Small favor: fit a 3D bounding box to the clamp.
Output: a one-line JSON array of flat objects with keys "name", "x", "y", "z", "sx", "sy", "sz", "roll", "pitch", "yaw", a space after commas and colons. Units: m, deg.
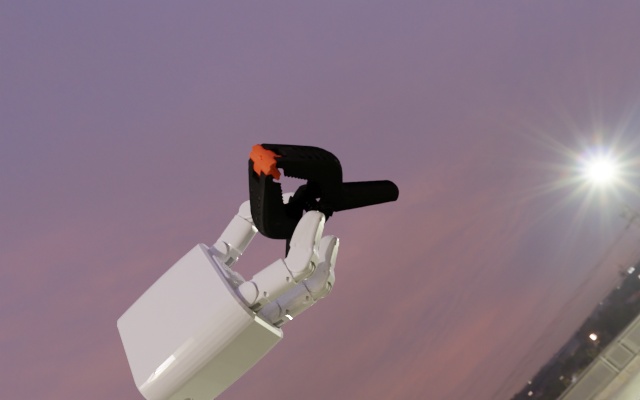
[{"name": "clamp", "x": -0.001, "y": 0.001, "z": 0.454, "sx": 0.036, "sy": 0.164, "sz": 0.210, "roll": 43, "pitch": -9, "yaw": 32}]
